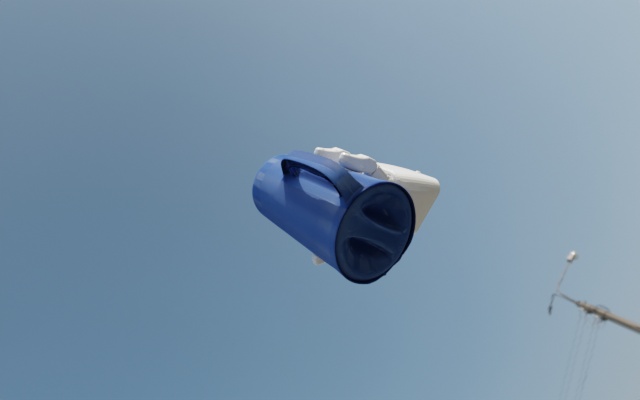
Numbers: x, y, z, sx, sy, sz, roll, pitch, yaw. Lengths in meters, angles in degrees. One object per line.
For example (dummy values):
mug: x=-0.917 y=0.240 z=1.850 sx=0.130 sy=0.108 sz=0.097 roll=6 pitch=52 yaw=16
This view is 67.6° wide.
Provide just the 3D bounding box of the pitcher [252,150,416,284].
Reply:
pitcher: x=0.000 y=0.002 z=0.667 sx=0.145 sy=0.149 sz=0.242 roll=0 pitch=16 yaw=-38
